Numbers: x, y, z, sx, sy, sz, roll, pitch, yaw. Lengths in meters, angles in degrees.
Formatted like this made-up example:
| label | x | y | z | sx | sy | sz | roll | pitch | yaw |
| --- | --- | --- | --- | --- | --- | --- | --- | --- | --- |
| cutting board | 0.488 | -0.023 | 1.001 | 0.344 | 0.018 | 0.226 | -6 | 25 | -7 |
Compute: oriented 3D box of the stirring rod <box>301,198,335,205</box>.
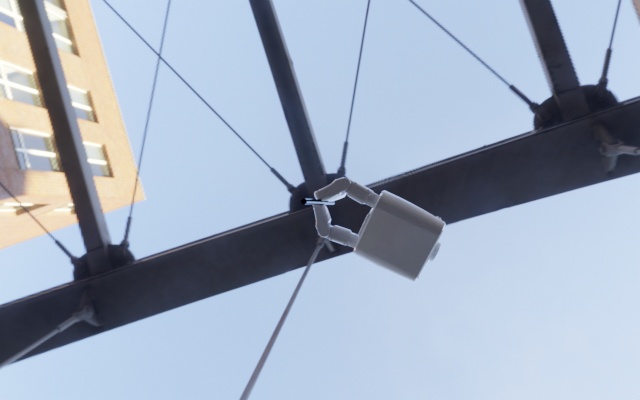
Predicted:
| label | x | y | z | sx | sy | sz | roll | pitch | yaw |
| --- | --- | --- | --- | --- | --- | --- | --- | --- | --- |
| stirring rod | 0.000 | 0.002 | 0.735 | 0.011 | 0.011 | 0.239 | 0 | -1 | 10 |
